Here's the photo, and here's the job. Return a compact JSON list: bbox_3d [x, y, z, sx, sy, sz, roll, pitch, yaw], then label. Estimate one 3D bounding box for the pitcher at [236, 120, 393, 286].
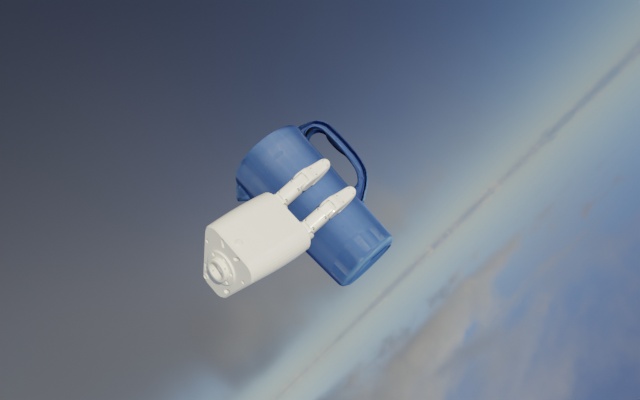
[{"bbox_3d":[0.000,0.003,0.735,0.145,0.243,0.149,-30,-19,-44],"label":"pitcher"}]
